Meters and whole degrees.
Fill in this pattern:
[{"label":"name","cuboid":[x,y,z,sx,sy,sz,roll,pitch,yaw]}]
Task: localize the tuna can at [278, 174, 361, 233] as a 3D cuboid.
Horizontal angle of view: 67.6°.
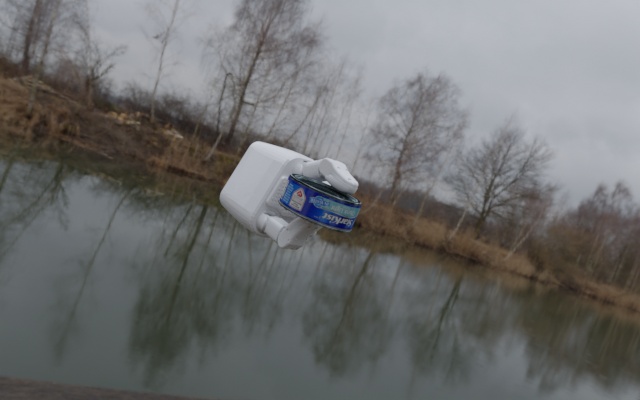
[{"label":"tuna can","cuboid":[0.000,0.001,0.515,0.086,0.034,0.086,22,8,-3]}]
